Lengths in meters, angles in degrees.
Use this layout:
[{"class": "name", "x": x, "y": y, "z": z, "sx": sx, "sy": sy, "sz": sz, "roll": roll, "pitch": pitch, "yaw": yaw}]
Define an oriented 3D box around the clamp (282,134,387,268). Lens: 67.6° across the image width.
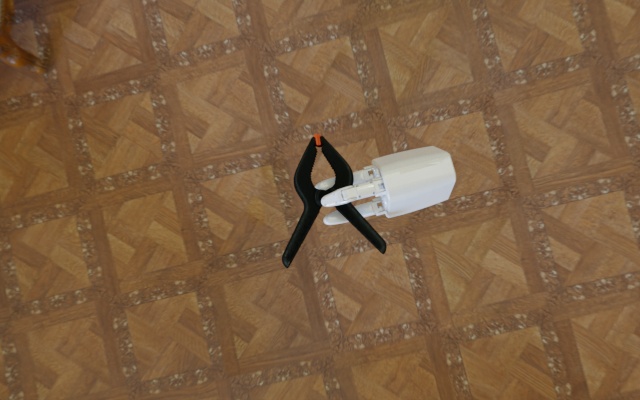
[{"class": "clamp", "x": 0.000, "y": 0.002, "z": 0.753, "sx": 0.164, "sy": 0.210, "sz": 0.036, "roll": -15, "pitch": -3, "yaw": -2}]
